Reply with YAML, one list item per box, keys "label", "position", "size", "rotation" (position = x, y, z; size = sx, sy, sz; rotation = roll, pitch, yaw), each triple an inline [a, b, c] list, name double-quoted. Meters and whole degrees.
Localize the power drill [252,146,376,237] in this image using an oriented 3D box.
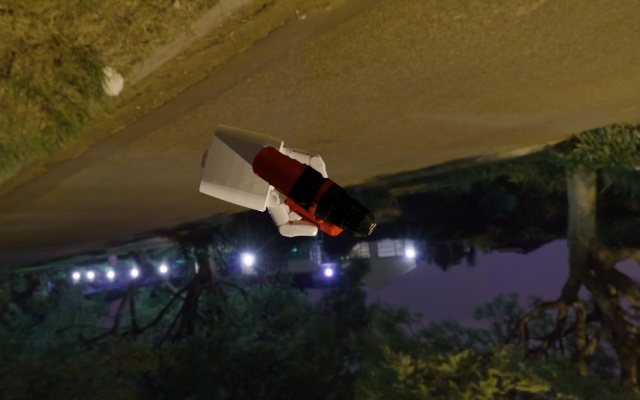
- label: "power drill"
  position: [0.000, 0.002, 0.691]
  size: [0.184, 0.057, 0.188]
  rotation: [34, -7, 12]
